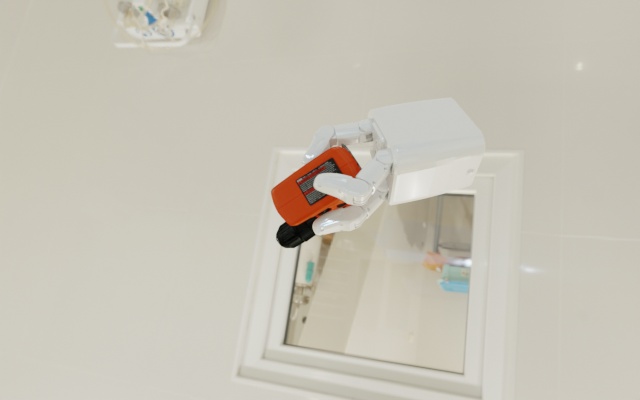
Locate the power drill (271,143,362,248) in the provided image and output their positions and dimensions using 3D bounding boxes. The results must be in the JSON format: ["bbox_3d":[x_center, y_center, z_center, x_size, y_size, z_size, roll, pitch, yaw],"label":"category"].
[{"bbox_3d":[0.000,0.002,0.621,0.184,0.057,0.188,-35,-11,6],"label":"power drill"}]
